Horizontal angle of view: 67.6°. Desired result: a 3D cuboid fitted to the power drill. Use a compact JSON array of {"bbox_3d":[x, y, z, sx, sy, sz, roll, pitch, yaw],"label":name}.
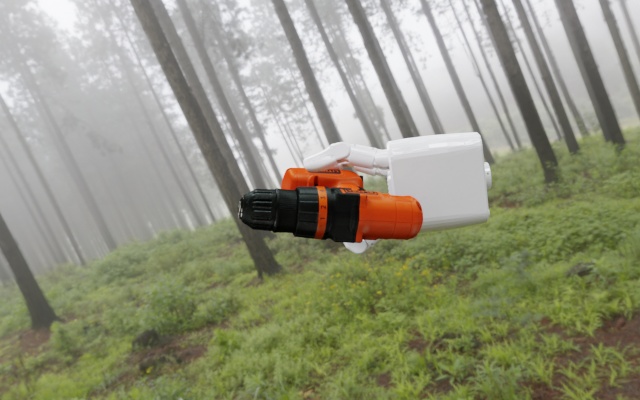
[{"bbox_3d":[0.000,0.002,0.539,0.184,0.057,0.187,5,11,-11],"label":"power drill"}]
